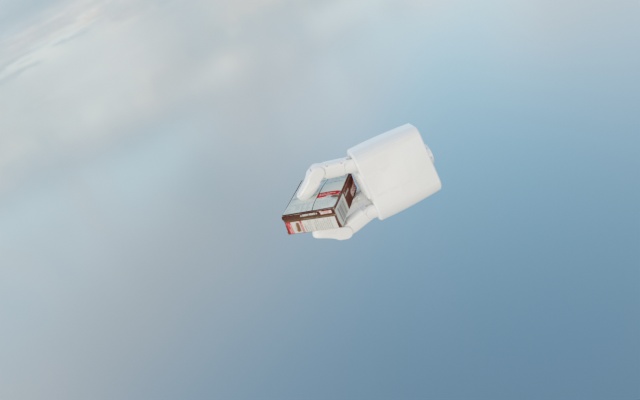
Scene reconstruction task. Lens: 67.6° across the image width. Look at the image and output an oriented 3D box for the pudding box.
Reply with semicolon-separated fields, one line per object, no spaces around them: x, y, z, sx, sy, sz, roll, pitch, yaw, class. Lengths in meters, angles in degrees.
0.000;0.002;0.738;0.090;0.039;0.113;-10;27;23;pudding box
